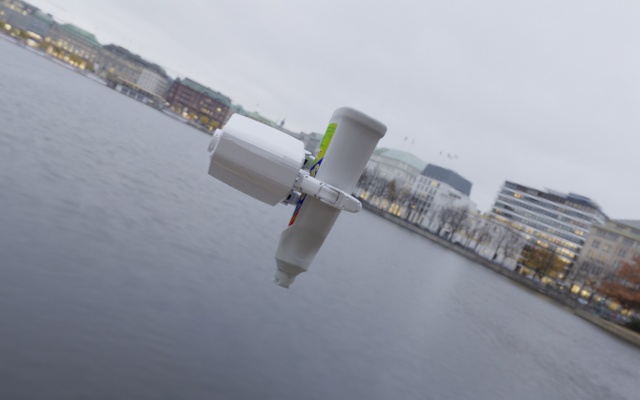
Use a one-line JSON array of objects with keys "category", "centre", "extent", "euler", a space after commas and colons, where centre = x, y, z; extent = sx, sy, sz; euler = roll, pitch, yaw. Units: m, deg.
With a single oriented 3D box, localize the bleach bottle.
[{"category": "bleach bottle", "centre": [0.000, 0.002, 0.643], "extent": [0.068, 0.251, 0.102], "euler": [25, 2, -12]}]
